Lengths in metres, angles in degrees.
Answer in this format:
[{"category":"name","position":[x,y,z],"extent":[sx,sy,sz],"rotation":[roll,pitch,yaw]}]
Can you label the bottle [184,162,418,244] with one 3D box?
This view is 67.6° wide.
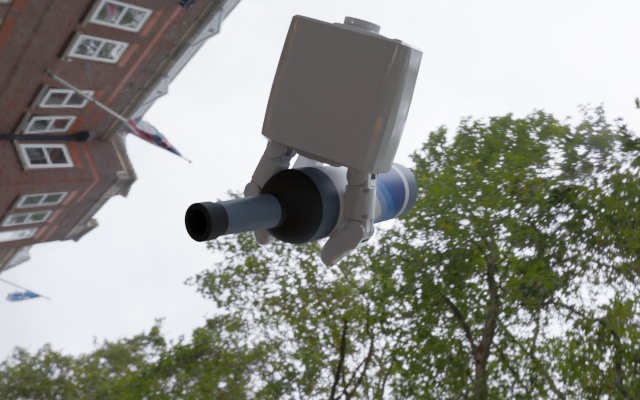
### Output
[{"category":"bottle","position":[0.000,0.002,0.443],"extent":[0.069,0.069,0.295],"rotation":[0,5,35]}]
